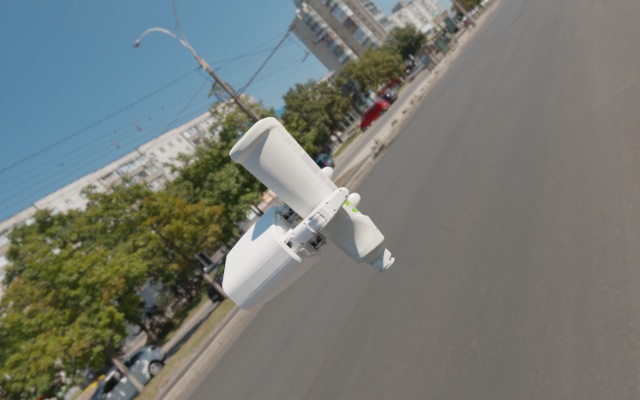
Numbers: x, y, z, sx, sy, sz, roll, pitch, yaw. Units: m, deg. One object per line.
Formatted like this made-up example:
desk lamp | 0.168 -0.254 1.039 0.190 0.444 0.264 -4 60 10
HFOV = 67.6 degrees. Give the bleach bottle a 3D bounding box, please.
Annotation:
bleach bottle | 0.000 0.002 0.627 0.068 0.251 0.102 -44 4 14
